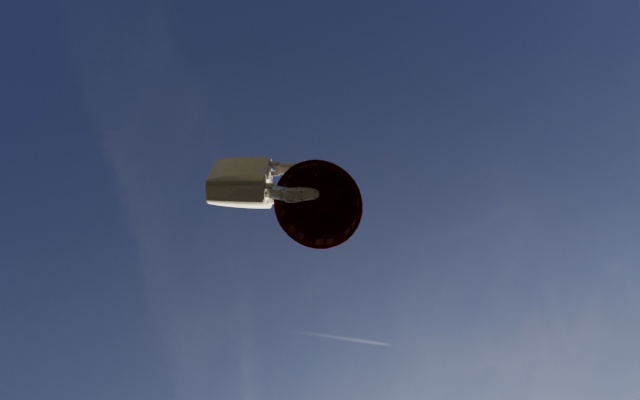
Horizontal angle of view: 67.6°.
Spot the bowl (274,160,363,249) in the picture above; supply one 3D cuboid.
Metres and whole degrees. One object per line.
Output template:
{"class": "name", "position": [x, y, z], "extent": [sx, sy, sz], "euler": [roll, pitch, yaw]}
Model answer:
{"class": "bowl", "position": [0.001, 0.003, 0.859], "extent": [0.162, 0.162, 0.055], "euler": [0, 13, 14]}
